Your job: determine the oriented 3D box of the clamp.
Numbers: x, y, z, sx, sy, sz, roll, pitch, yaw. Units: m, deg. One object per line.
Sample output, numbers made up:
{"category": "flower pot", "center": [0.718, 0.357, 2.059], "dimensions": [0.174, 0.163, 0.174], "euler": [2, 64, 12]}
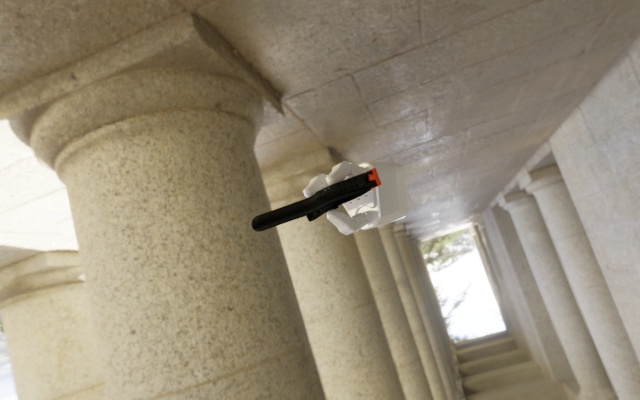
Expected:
{"category": "clamp", "center": [0.001, 0.003, 0.766], "dimensions": [0.210, 0.036, 0.164], "euler": [-26, -9, 39]}
